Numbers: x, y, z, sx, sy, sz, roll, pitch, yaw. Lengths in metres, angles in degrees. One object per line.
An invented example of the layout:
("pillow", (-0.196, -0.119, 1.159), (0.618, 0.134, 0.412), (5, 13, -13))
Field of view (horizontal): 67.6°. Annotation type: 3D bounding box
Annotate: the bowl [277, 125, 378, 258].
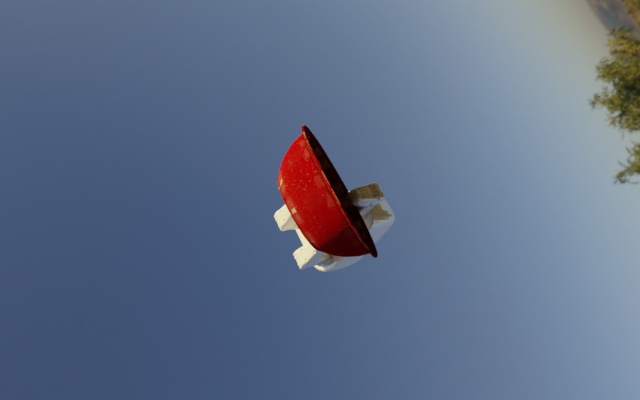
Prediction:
("bowl", (-0.001, 0.001, 0.515), (0.055, 0.162, 0.162), (-29, -4, 7))
